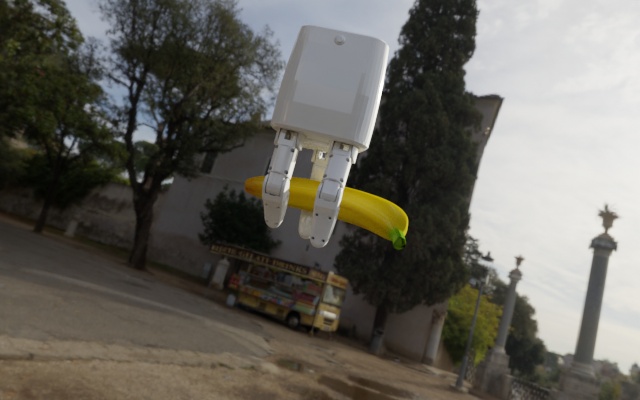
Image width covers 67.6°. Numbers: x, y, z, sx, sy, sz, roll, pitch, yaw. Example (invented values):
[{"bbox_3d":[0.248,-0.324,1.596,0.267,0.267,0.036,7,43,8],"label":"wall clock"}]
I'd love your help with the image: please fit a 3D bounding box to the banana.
[{"bbox_3d":[0.013,0.003,0.497,0.198,0.037,0.069,17,9,31],"label":"banana"}]
